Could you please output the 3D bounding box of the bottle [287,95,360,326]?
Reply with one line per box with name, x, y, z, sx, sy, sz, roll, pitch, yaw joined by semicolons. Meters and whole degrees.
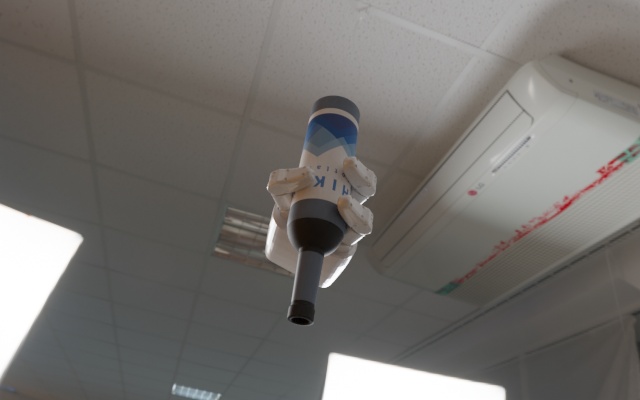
bottle;0.000;0.002;0.563;0.069;0.295;0.069;7;-35;5
